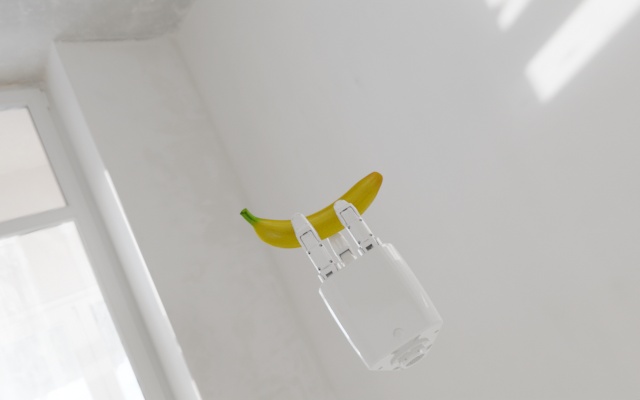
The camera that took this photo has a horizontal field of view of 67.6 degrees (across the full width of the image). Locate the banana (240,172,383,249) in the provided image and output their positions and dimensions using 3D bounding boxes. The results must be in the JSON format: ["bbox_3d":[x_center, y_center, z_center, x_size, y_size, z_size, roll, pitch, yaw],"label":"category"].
[{"bbox_3d":[-0.001,0.020,0.622,0.198,0.070,0.037,-17,27,-19],"label":"banana"}]
